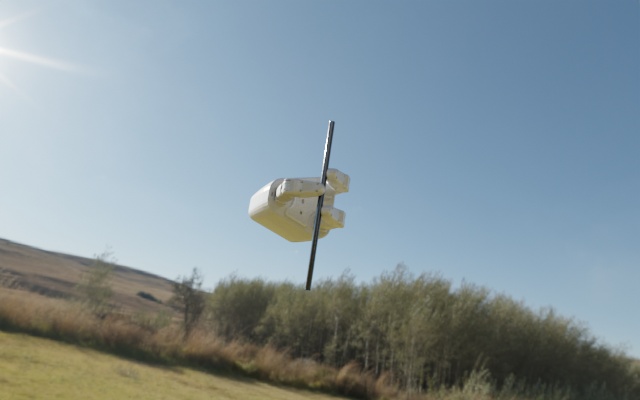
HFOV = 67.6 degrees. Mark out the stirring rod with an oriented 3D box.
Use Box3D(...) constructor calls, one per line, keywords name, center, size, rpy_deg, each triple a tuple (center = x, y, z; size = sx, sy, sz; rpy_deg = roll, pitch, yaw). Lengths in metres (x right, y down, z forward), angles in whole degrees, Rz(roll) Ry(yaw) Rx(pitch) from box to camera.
Box3D(name="stirring rod", center=(0.000, 0.002, 0.654), size=(0.011, 0.239, 0.011), rpy_deg=(8, -15, 2))
